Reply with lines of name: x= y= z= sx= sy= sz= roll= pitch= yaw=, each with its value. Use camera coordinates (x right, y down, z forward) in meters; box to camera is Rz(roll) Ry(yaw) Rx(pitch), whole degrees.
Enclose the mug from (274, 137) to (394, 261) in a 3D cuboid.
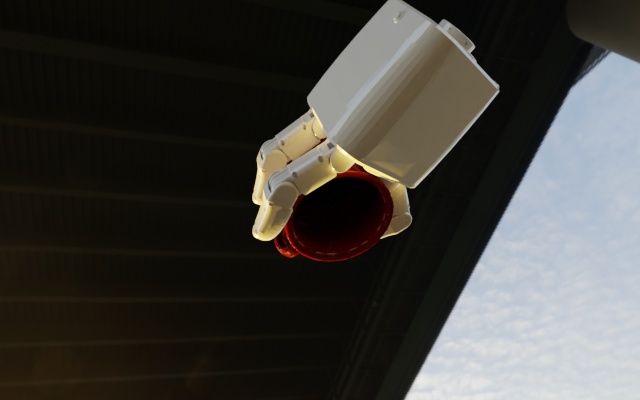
mug: x=-0.001 y=0.002 z=0.432 sx=0.093 sy=0.117 sz=0.081 roll=30 pitch=22 yaw=-31
